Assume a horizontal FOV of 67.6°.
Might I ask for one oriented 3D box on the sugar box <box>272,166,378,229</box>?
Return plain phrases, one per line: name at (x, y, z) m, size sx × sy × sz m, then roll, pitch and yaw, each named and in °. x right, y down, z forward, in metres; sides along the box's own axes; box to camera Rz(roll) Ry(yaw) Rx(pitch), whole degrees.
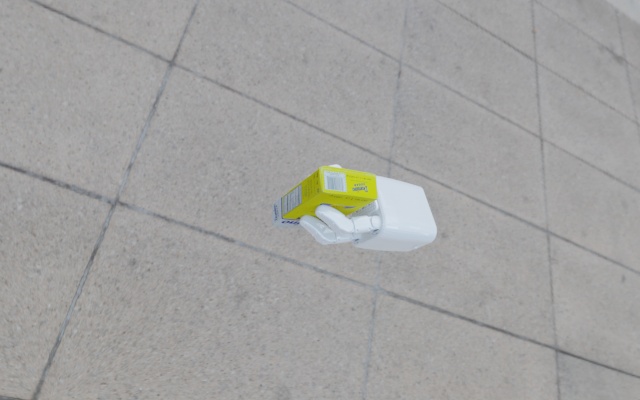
sugar box at (0.000, 0.003, 0.733) m, size 0.093 × 0.048 × 0.176 m, roll 8°, pitch -24°, yaw -26°
